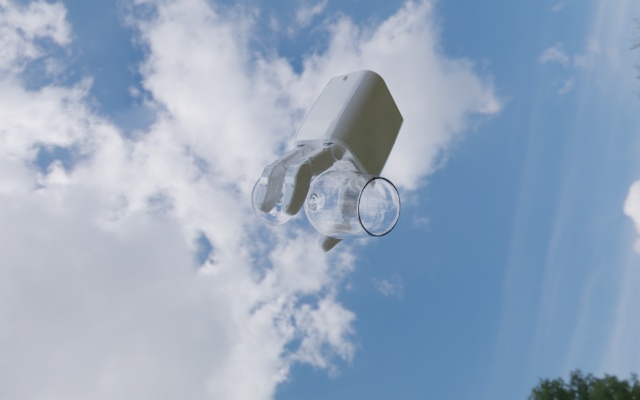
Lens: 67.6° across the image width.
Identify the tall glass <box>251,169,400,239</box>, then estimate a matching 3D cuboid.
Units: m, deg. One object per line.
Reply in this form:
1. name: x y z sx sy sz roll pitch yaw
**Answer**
1. tall glass: 0.000 0.002 0.566 0.079 0.079 0.201 0 3 -38
